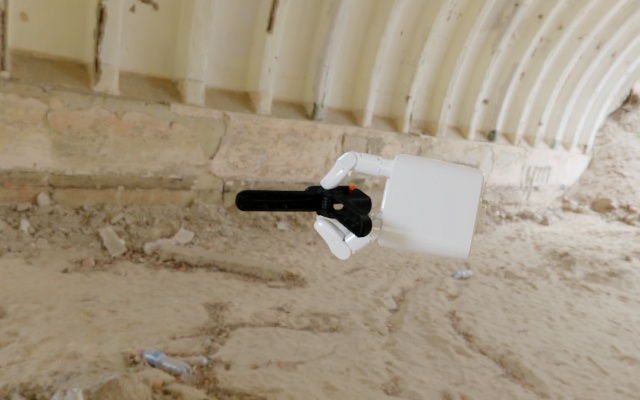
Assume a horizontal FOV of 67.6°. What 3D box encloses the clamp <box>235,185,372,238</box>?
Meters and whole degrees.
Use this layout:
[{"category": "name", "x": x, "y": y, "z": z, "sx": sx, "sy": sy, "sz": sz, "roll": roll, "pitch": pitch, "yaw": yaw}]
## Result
[{"category": "clamp", "x": 0.001, "y": 0.001, "z": 0.612, "sx": 0.164, "sy": 0.036, "sz": 0.210, "roll": 11, "pitch": 11, "yaw": 14}]
